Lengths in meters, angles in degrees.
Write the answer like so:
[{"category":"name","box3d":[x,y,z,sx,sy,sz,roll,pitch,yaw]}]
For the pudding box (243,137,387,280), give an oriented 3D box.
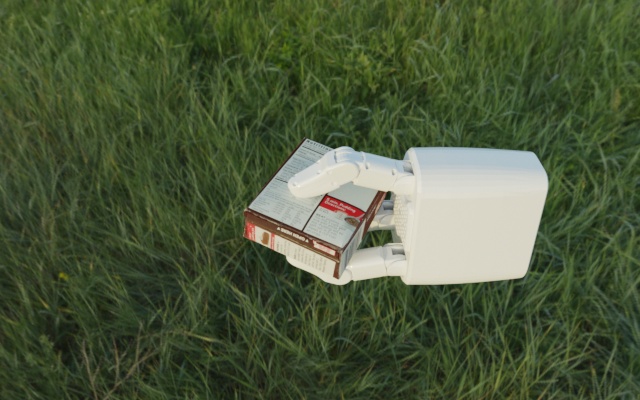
[{"category":"pudding box","box3d":[0.000,0.001,0.412,0.090,0.039,0.113,22,45,14]}]
